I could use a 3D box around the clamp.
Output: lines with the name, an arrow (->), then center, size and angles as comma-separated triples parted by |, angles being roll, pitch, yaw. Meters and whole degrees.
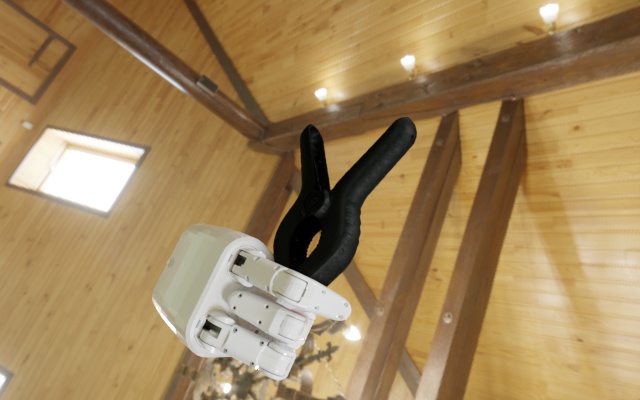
clamp -> 0.000, 0.002, 0.401 | 0.039, 0.171, 0.120 | 38, -15, -36
